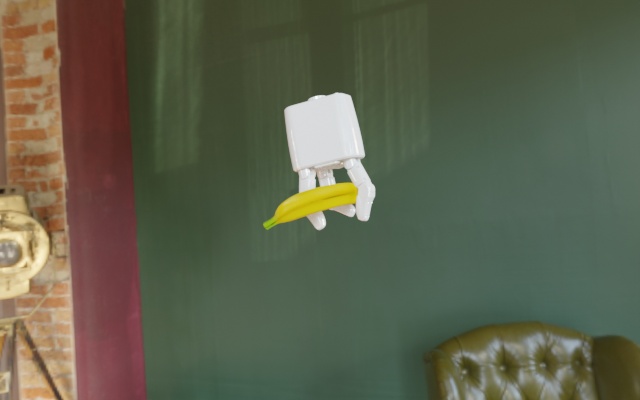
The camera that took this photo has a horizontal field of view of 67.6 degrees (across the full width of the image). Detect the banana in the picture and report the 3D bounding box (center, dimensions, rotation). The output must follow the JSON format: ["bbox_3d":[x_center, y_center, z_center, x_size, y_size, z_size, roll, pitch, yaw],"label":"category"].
[{"bbox_3d":[0.007,-0.002,0.738,0.198,0.037,0.070,-15,-7,-33],"label":"banana"}]
